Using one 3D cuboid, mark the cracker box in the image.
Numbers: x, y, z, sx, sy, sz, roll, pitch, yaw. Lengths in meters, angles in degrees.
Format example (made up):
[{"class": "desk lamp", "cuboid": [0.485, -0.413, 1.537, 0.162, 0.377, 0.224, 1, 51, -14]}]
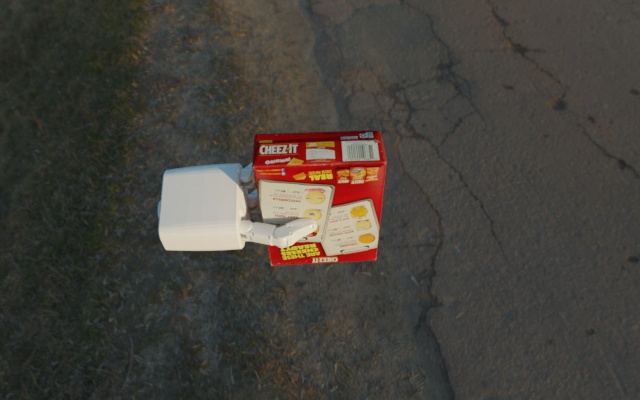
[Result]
[{"class": "cracker box", "cuboid": [0.000, 0.002, 0.669, 0.164, 0.072, 0.214, -3, -40, 0]}]
